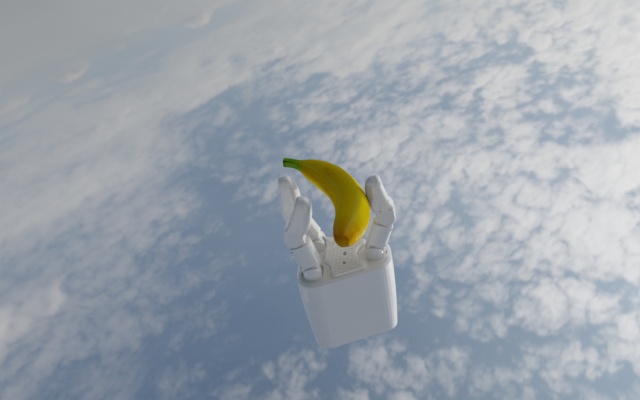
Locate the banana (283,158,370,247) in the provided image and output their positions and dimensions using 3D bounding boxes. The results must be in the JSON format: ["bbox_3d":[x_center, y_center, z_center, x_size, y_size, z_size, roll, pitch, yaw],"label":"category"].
[{"bbox_3d":[0.016,-0.004,0.534,0.069,0.037,0.197,-12,29,-16],"label":"banana"}]
